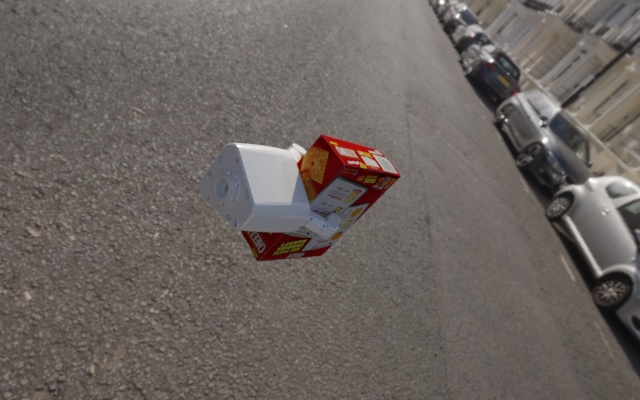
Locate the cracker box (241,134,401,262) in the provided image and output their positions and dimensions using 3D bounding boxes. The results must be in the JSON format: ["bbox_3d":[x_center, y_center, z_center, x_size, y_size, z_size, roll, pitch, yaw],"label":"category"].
[{"bbox_3d":[0.000,0.003,0.758,0.214,0.072,0.164,-47,-29,26],"label":"cracker box"}]
